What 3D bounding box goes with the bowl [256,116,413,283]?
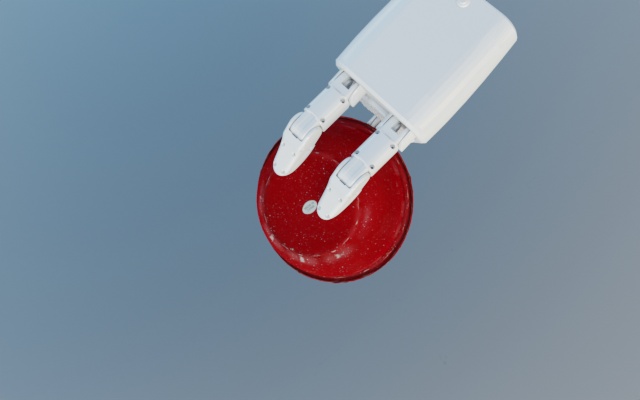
[{"bbox_3d":[-0.001,0.003,0.438,0.162,0.162,0.055,0,4,22],"label":"bowl"}]
